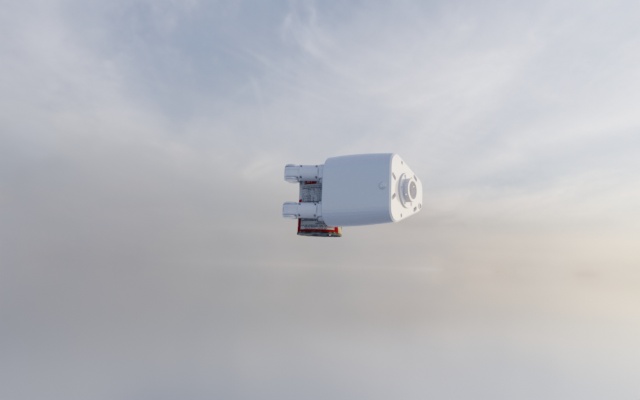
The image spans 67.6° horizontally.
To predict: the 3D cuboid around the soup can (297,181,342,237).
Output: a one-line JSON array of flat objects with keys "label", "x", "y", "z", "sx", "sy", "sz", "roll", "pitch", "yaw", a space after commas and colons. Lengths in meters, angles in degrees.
[{"label": "soup can", "x": 0.000, "y": 0.002, "z": 0.721, "sx": 0.068, "sy": 0.102, "sz": 0.068, "roll": 2, "pitch": -7, "yaw": 0}]
